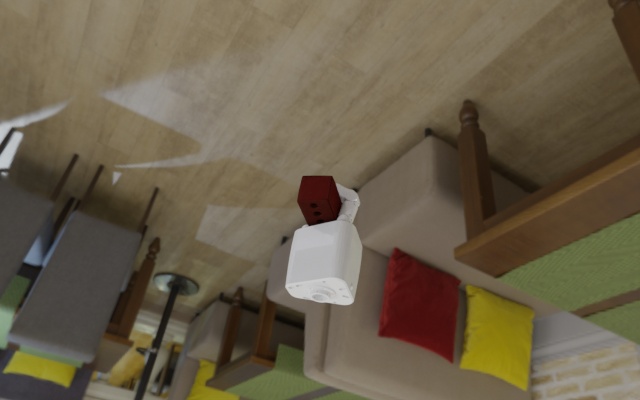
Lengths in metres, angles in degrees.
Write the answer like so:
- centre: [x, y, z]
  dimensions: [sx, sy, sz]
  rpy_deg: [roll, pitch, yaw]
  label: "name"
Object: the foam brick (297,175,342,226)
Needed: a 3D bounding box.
- centre: [0.000, 0.002, 0.783]
  dimensions: [0.053, 0.051, 0.078]
  rpy_deg: [-1, -38, 18]
  label: "foam brick"
